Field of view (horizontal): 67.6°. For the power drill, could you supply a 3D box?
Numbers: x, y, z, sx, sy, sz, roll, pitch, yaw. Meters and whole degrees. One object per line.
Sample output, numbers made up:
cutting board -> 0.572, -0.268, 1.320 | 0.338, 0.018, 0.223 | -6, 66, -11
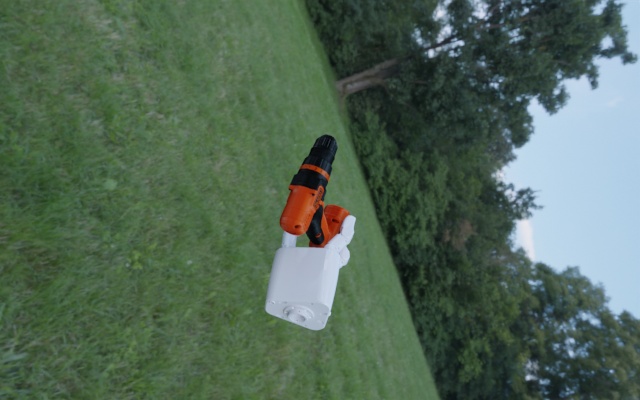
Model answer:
power drill -> 0.000, 0.003, 0.835 | 0.057, 0.184, 0.188 | 13, -24, 24
